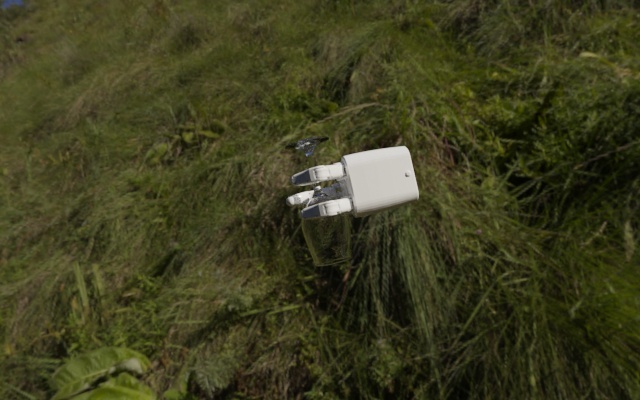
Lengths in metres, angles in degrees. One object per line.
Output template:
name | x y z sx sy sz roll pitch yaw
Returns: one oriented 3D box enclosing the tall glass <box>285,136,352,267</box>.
tall glass | 0.000 0.002 0.776 0.079 0.201 0.079 -13 -2 0
